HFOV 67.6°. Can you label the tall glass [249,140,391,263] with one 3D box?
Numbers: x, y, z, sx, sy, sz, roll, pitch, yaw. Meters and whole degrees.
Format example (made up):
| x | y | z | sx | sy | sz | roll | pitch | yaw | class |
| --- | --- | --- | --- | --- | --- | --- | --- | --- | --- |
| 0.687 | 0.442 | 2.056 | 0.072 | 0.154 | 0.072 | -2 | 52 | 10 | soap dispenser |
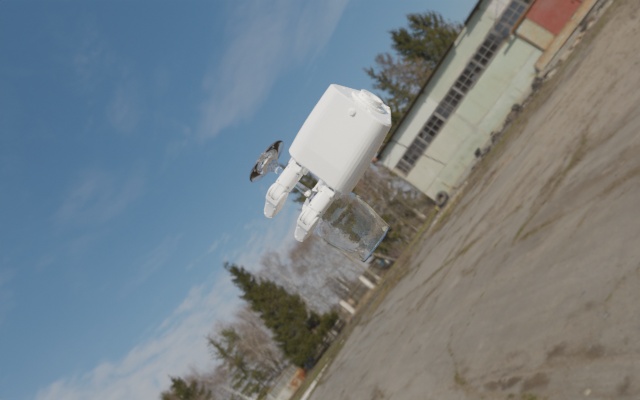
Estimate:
| x | y | z | sx | sy | sz | roll | pitch | yaw | class |
| --- | --- | --- | --- | --- | --- | --- | --- | --- | --- |
| 0.000 | 0.002 | 0.672 | 0.201 | 0.079 | 0.079 | 37 | 7 | 10 | tall glass |
